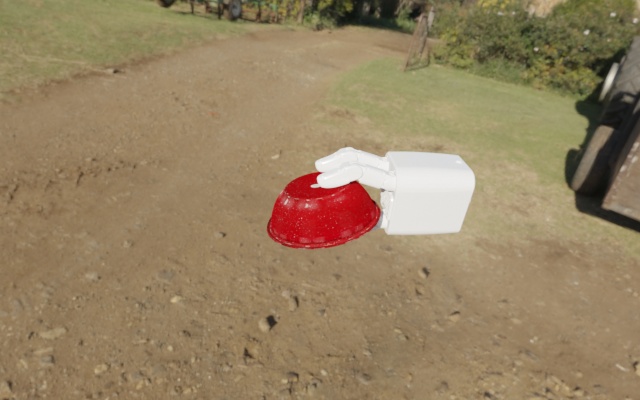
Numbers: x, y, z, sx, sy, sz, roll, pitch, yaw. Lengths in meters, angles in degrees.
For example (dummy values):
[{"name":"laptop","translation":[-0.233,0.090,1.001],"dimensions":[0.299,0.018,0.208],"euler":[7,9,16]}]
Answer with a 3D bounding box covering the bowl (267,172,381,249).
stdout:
[{"name":"bowl","translation":[-0.001,0.002,0.657],"dimensions":[0.162,0.055,0.162],"euler":[-8,26,4]}]
